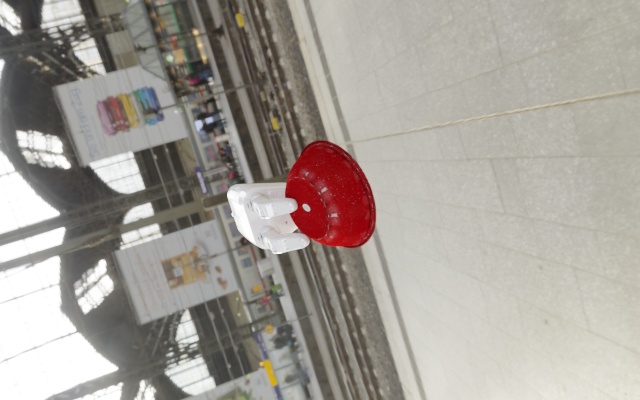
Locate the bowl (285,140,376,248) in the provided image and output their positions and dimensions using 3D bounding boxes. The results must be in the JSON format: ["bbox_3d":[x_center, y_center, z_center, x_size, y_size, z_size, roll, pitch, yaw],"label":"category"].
[{"bbox_3d":[0.000,0.002,0.656,0.055,0.162,0.162,-26,15,-35],"label":"bowl"}]
